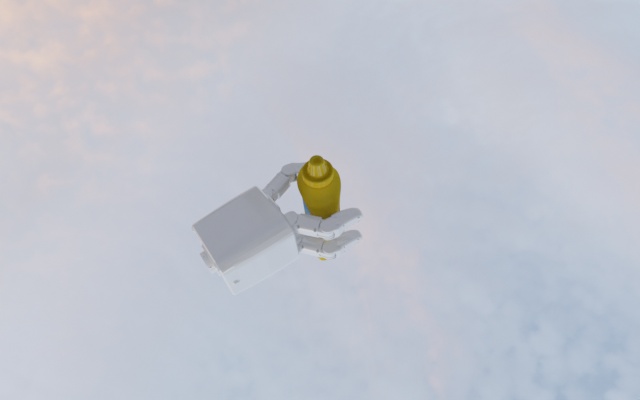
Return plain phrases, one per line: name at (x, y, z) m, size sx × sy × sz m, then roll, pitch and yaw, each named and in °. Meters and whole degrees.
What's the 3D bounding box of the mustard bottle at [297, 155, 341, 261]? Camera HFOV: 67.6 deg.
mustard bottle at (0.000, 0.002, 0.671) m, size 0.058 × 0.096 × 0.192 m, roll -11°, pitch -33°, yaw -2°
